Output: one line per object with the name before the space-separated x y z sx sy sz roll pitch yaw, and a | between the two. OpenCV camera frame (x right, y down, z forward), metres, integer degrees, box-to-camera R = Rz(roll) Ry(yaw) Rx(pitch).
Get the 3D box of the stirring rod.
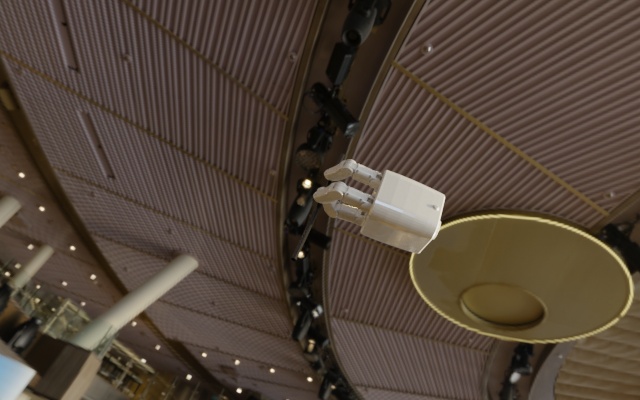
stirring rod | 0.000 0.003 0.774 0.011 0.011 0.239 0 44 27
